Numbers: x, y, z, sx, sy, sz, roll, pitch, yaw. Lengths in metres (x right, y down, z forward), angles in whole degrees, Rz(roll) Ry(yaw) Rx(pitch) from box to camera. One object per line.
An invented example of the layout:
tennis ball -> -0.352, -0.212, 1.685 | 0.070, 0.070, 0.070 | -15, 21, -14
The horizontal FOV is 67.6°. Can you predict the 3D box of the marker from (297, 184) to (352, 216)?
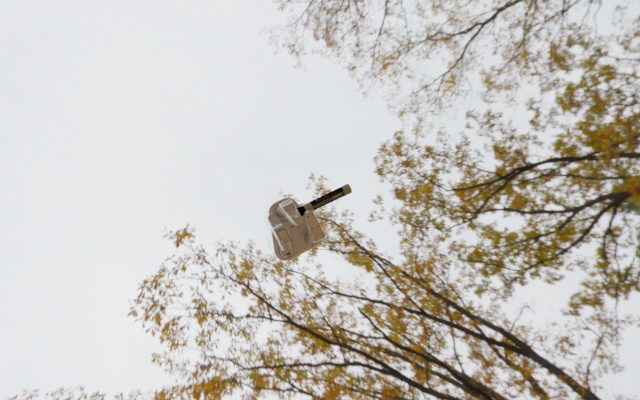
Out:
marker -> 0.000, 0.003, 0.854 | 0.121, 0.020, 0.020 | -26, 6, -13
